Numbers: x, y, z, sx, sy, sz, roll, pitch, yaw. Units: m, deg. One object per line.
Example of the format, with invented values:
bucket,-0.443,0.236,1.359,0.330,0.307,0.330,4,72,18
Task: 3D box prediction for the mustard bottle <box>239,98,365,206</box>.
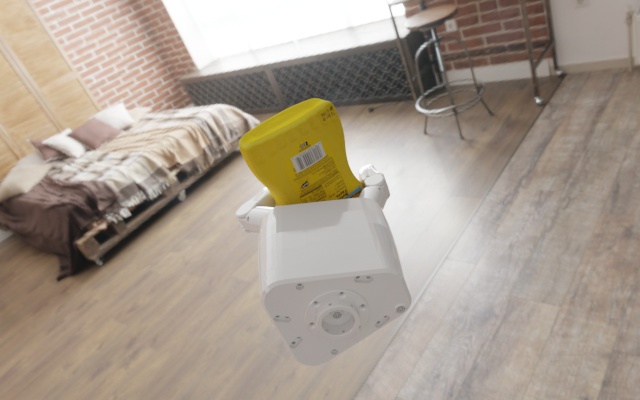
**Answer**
mustard bottle,0.000,0.001,0.486,0.096,0.192,0.058,-33,29,-16
